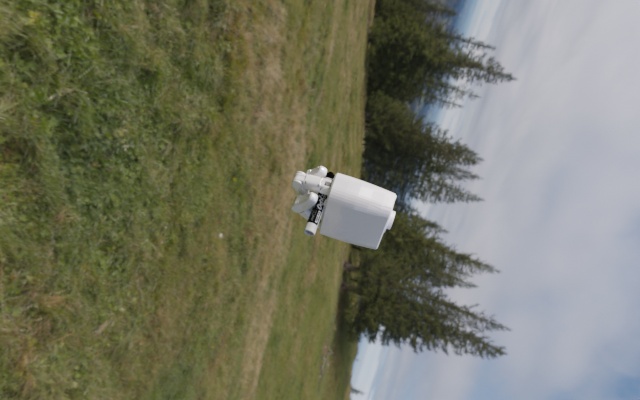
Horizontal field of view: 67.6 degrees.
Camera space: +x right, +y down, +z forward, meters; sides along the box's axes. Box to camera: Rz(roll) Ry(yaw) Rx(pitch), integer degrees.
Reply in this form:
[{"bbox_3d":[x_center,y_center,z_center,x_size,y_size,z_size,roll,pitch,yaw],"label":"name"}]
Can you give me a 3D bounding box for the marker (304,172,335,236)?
[{"bbox_3d":[0.000,0.003,0.789,0.020,0.121,0.020,15,-29,9],"label":"marker"}]
